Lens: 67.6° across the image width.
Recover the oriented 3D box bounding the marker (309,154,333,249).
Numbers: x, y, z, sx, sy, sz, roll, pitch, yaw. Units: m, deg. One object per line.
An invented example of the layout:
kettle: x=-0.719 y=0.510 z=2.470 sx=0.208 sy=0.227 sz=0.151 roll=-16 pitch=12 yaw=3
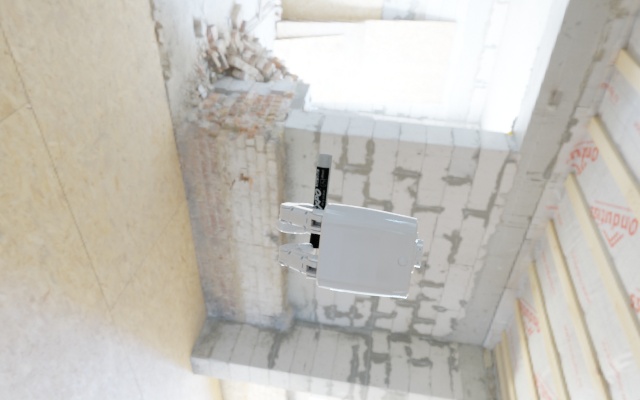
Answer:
marker: x=0.000 y=0.002 z=0.604 sx=0.020 sy=0.121 sz=0.020 roll=6 pitch=10 yaw=-1
